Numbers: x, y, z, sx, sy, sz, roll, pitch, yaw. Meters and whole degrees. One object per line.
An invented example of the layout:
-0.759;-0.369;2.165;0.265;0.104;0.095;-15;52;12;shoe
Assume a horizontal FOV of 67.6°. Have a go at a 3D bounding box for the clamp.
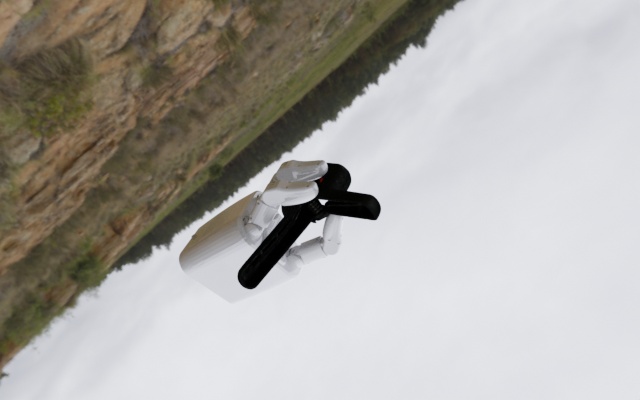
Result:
0.000;0.002;0.536;0.164;0.036;0.210;-27;21;24;clamp
